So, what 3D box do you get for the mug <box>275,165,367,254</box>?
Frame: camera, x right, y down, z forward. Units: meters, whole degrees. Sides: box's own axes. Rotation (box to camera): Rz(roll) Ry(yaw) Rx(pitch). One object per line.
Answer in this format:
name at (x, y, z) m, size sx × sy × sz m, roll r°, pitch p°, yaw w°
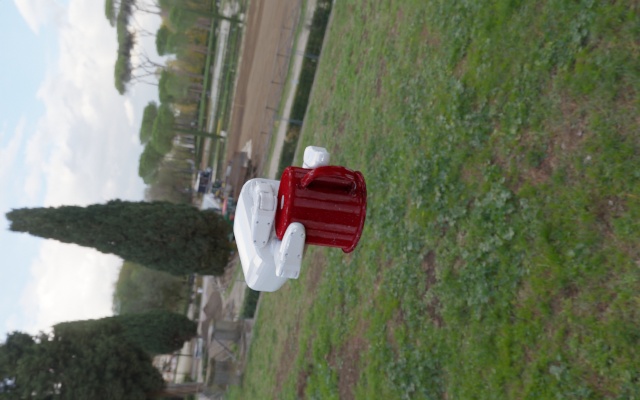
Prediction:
mug at (0.000, 0.001, 0.511) m, size 0.081 × 0.093 × 0.117 m, roll 8°, pitch -32°, yaw -14°
